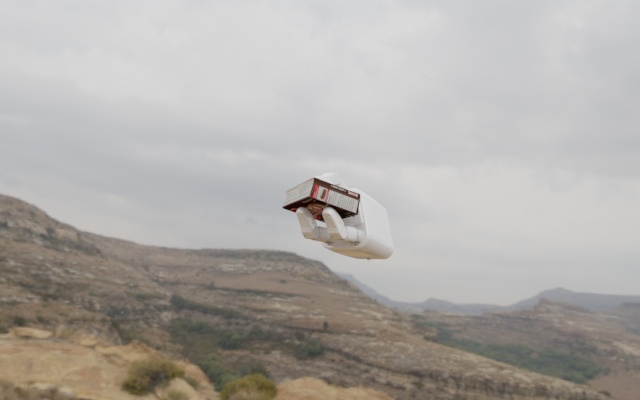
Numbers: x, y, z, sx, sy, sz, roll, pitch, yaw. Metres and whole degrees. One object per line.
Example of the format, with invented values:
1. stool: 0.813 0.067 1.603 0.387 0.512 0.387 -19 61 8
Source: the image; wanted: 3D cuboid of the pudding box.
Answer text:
1. pudding box: 0.000 0.002 0.788 0.090 0.039 0.113 19 -20 -23
